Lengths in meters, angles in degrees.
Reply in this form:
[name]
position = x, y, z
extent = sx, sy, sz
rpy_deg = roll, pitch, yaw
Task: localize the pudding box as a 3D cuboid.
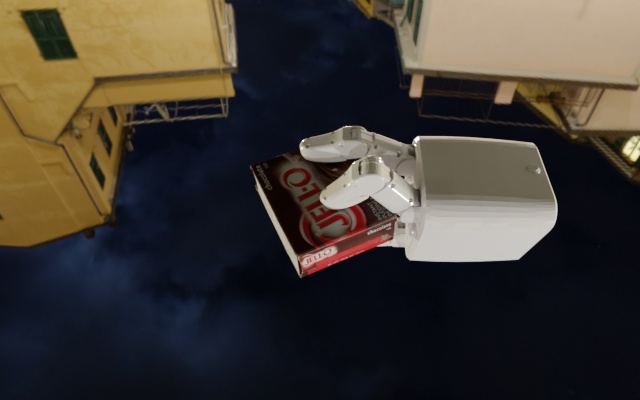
[pudding box]
position = 0.000, 0.001, 0.420
extent = 0.090, 0.039, 0.113
rpy_deg = -20, 50, -15
